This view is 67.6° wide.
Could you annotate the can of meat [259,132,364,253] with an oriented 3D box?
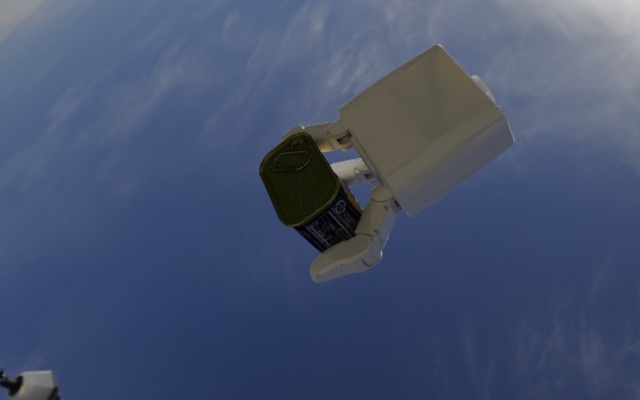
[{"bbox_3d":[0.000,0.002,0.423,0.084,0.057,0.102,47,9,-42],"label":"can of meat"}]
